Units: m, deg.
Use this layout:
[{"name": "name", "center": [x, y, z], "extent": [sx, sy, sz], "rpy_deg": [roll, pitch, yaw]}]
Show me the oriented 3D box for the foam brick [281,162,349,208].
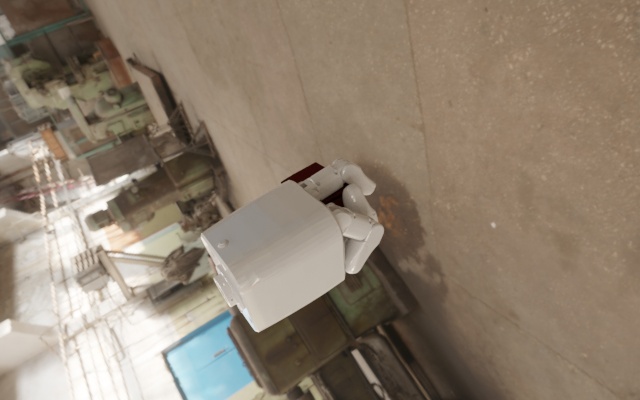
[{"name": "foam brick", "center": [0.000, 0.002, 0.531], "extent": [0.051, 0.053, 0.078], "rpy_deg": [-31, 38, -18]}]
